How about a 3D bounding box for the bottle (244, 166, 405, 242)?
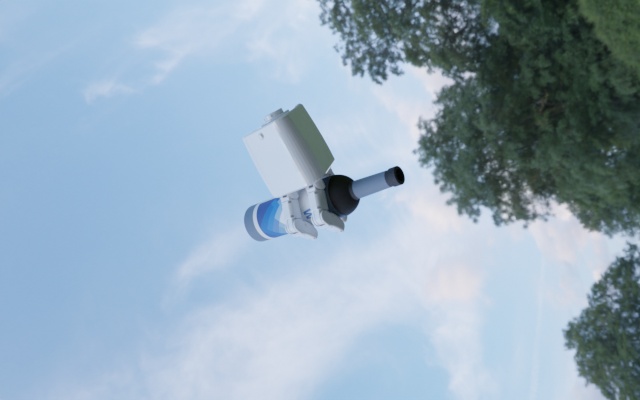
[{"bbox_3d":[0.000,0.003,0.750,0.296,0.069,0.069,-19,-12,38],"label":"bottle"}]
